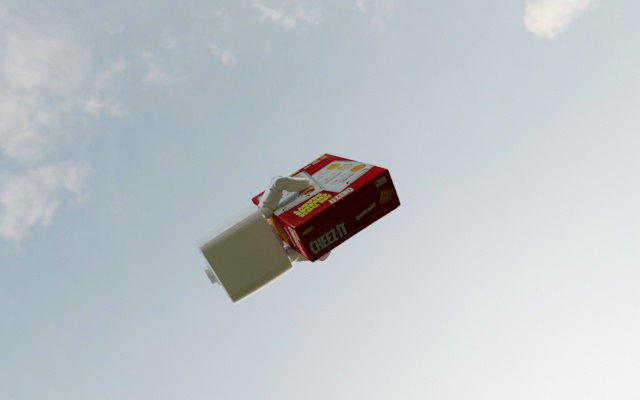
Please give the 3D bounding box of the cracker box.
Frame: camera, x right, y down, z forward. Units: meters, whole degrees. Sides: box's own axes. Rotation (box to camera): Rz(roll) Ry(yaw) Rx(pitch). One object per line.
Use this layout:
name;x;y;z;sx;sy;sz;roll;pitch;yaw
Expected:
cracker box;0.000;0.002;0.763;0.164;0.072;0.213;-32;23;-15
